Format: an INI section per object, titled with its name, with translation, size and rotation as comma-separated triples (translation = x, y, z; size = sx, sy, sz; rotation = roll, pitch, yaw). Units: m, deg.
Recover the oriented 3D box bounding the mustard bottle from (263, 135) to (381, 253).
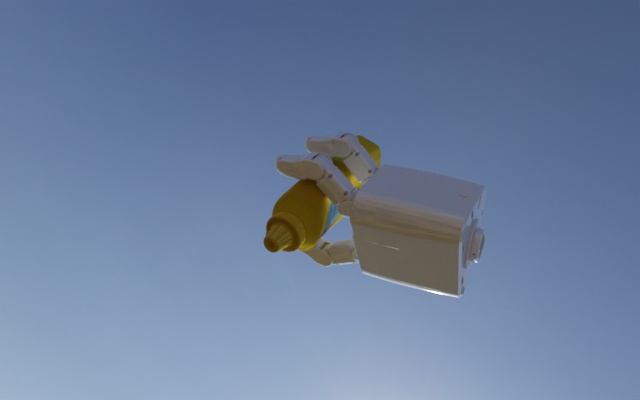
[mustard bottle]
translation = 0.000, 0.001, 0.526
size = 0.058, 0.096, 0.191
rotation = 34, 39, 12
